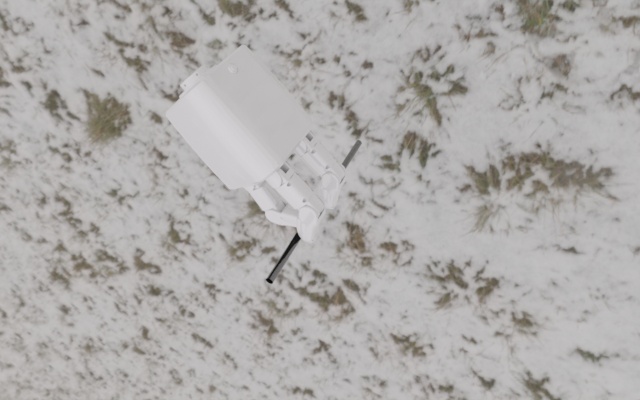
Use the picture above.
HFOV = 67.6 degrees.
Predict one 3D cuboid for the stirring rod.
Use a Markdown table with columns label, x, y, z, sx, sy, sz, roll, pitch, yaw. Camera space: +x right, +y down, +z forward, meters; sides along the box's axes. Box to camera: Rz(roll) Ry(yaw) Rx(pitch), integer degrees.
| label | x | y | z | sx | sy | sz | roll | pitch | yaw |
| --- | --- | --- | --- | --- | --- | --- | --- | --- | --- |
| stirring rod | 0.000 | 0.002 | 0.545 | 0.011 | 0.011 | 0.239 | 0 | 40 | 33 |
